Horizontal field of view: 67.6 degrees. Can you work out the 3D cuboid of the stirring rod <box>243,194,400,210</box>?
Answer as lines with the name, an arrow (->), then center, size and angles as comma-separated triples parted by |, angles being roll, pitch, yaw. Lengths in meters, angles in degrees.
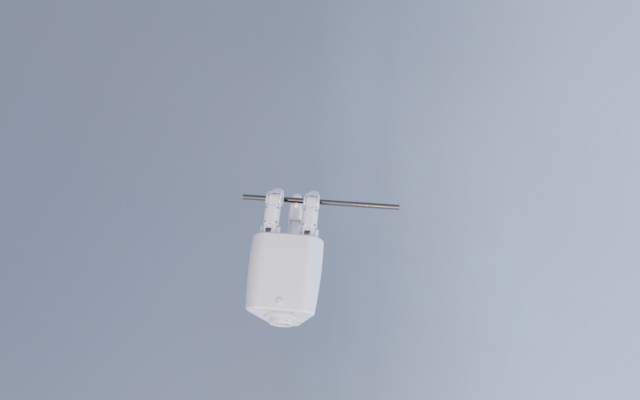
stirring rod -> 0.000, 0.002, 0.734 | 0.239, 0.011, 0.011 | 4, 0, 3
